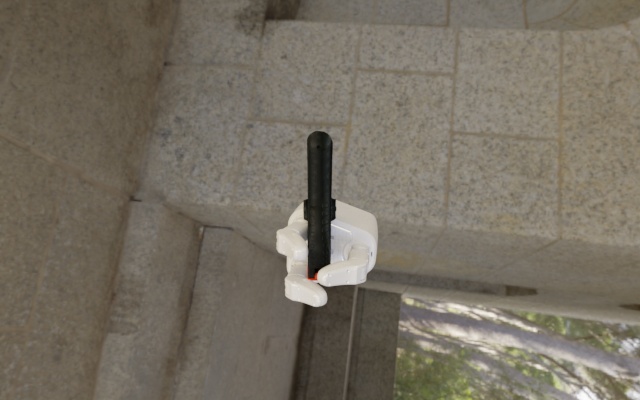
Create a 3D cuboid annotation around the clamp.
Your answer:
[{"bbox_3d":[0.001,0.002,0.540,0.039,0.171,0.120,5,15,7],"label":"clamp"}]
